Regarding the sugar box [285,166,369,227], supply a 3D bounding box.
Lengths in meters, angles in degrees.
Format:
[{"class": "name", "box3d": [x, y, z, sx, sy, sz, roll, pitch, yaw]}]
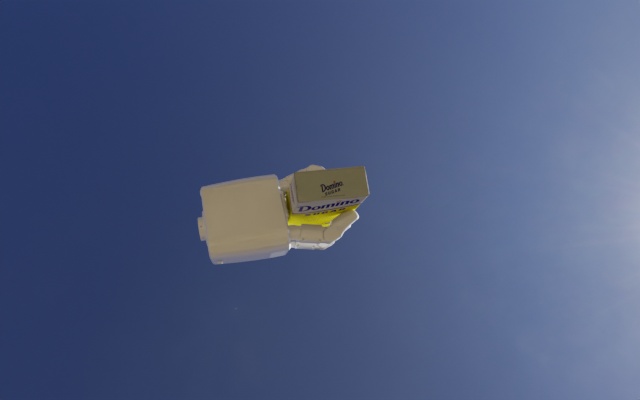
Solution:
[{"class": "sugar box", "box3d": [0.000, 0.003, 0.665, 0.093, 0.048, 0.176, -6, -11, -10]}]
